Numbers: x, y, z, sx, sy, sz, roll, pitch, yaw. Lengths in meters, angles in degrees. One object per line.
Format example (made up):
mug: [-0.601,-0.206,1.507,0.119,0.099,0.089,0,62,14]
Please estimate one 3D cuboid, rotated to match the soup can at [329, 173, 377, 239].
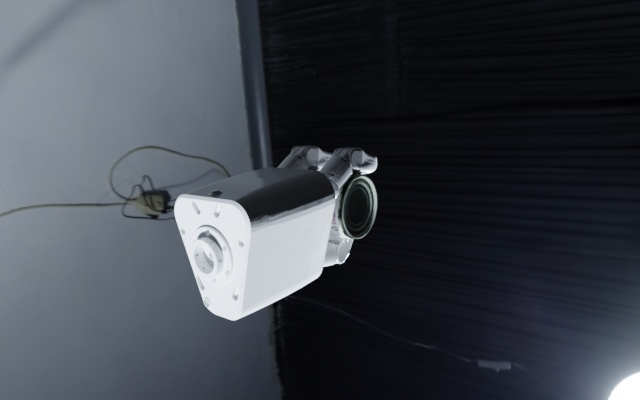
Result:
soup can: [0.001,0.002,0.507,0.102,0.068,0.068,7,4,37]
